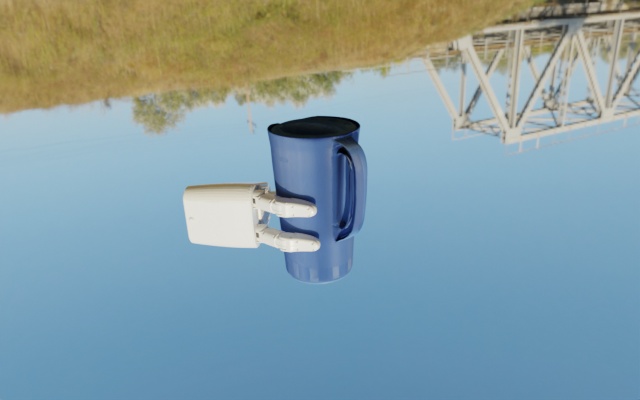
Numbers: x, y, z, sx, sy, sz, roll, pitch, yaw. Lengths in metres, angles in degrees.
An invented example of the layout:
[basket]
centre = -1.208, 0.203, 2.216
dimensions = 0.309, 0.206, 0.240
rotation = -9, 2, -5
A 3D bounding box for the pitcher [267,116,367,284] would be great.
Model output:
[pitcher]
centre = 0.000, 0.002, 0.715
dimensions = 0.145, 0.243, 0.149
rotation = 1, 23, 8
